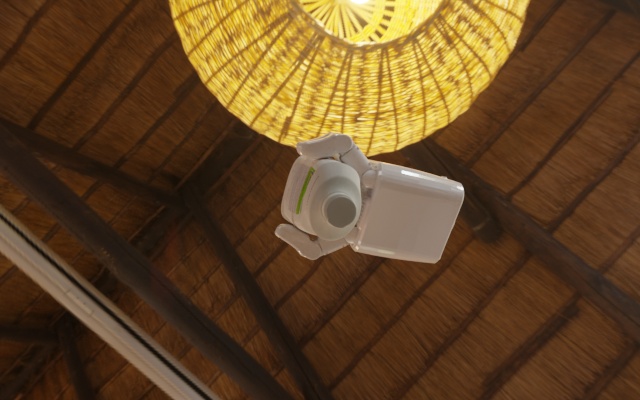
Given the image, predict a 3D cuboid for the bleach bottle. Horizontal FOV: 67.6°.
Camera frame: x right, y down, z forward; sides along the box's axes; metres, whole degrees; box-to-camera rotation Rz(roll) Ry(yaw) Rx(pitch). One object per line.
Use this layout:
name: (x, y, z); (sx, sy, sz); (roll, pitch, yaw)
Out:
bleach bottle: (0.000, 0.002, 0.550); (0.068, 0.102, 0.251); (13, 6, -9)
